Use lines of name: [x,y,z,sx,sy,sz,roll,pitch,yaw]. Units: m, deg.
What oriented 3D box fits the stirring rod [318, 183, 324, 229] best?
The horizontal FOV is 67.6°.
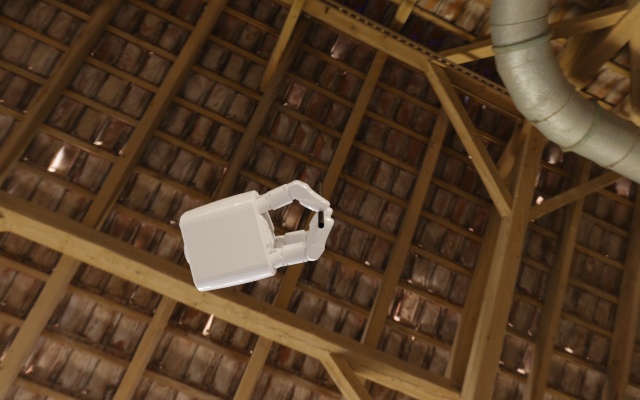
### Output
stirring rod: [0.000,0.002,0.702,0.011,0.011,0.239,0,14,0]
